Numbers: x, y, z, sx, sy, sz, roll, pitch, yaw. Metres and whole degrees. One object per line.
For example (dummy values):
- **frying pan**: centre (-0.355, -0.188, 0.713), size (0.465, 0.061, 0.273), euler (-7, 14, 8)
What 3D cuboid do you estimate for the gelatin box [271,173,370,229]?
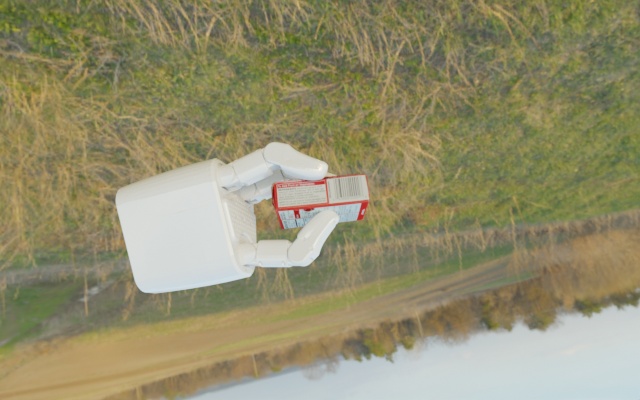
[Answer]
- **gelatin box**: centre (0.000, 0.002, 0.465), size (0.089, 0.030, 0.073), euler (-6, -16, -1)
